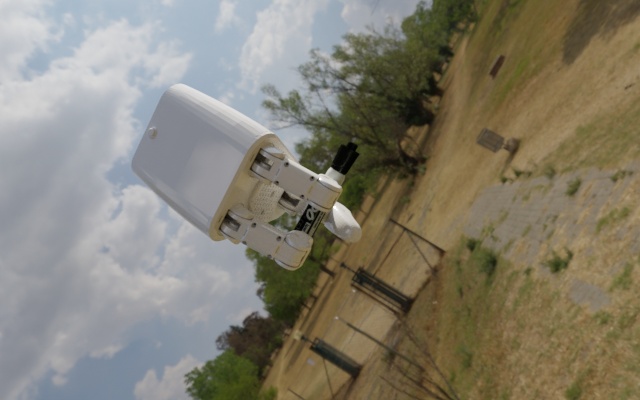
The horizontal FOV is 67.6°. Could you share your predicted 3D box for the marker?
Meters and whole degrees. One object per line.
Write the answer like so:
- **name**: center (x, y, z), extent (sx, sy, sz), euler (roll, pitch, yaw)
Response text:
- **marker**: center (0.000, 0.001, 0.432), extent (0.020, 0.121, 0.020), euler (28, 9, -5)
